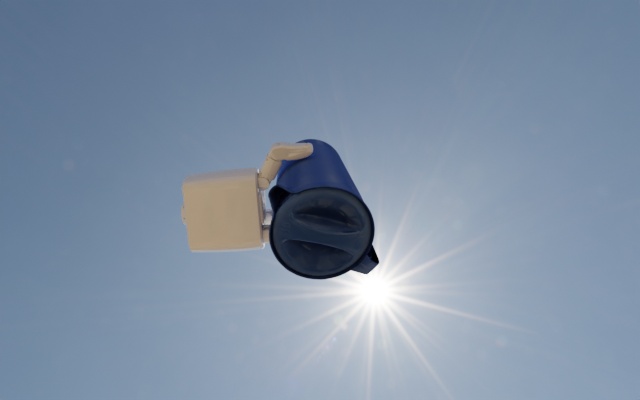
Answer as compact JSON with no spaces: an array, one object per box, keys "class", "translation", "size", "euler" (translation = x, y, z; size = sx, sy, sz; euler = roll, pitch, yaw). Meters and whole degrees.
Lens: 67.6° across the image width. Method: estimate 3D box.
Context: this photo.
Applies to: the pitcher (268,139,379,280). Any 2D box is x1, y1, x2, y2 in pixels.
[{"class":"pitcher","translation":[0.000,0.002,0.700],"size":[0.145,0.149,0.242],"euler":[-5,25,-3]}]
